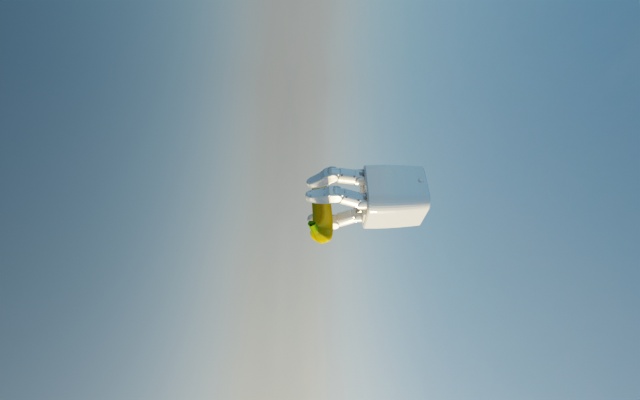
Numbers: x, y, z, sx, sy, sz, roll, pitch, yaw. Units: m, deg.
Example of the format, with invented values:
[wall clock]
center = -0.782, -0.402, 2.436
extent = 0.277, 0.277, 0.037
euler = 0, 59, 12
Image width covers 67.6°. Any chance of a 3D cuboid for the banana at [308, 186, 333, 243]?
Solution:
[banana]
center = 0.002, 0.021, 0.828
extent = 0.037, 0.070, 0.197
euler = -5, 25, 3
